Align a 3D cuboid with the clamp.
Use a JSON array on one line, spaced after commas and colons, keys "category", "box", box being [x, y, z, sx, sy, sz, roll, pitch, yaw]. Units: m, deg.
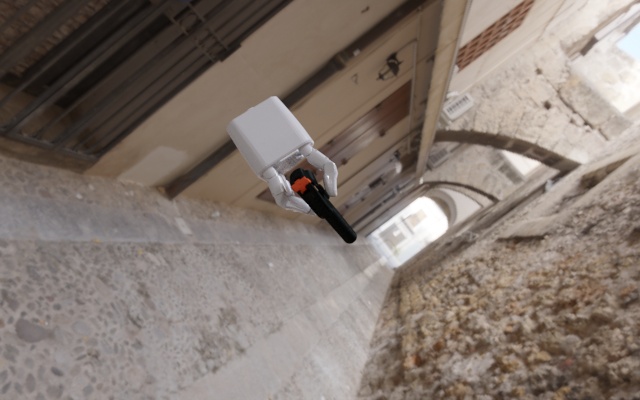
[{"category": "clamp", "box": [0.001, 0.002, 0.798, 0.036, 0.164, 0.210, -38, -10, 4]}]
